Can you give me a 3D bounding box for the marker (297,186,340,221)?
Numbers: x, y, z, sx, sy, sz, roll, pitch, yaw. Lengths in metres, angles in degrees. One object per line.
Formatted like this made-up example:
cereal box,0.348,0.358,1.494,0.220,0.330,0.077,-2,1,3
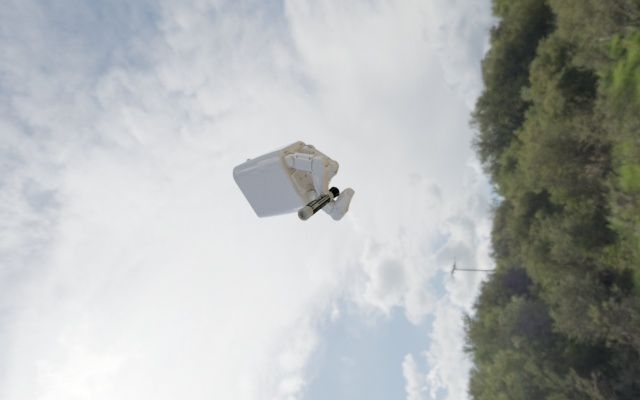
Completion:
marker,0.000,0.002,0.740,0.020,0.020,0.121,0,18,26
